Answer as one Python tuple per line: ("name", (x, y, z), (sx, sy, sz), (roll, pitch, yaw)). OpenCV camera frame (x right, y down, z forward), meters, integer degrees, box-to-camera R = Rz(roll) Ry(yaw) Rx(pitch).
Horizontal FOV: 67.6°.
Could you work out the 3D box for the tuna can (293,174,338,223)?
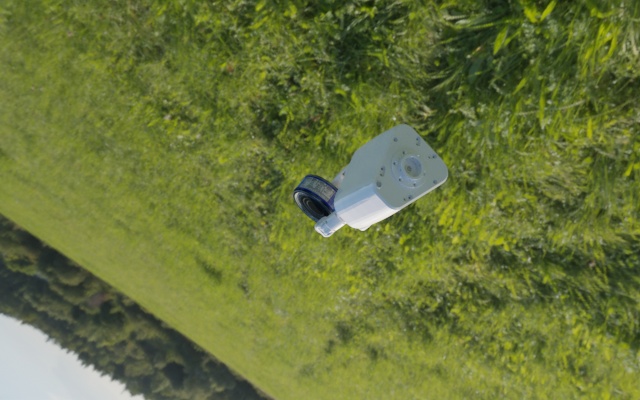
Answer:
("tuna can", (0.000, 0.003, 0.721), (0.086, 0.033, 0.086), (33, -23, 16))
